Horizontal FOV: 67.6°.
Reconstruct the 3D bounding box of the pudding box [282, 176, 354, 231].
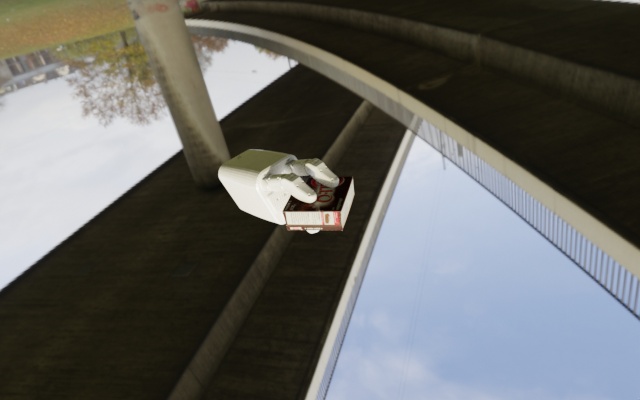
[{"bbox_3d":[0.000,0.003,0.740,0.090,0.039,0.113,-1,32,14],"label":"pudding box"}]
